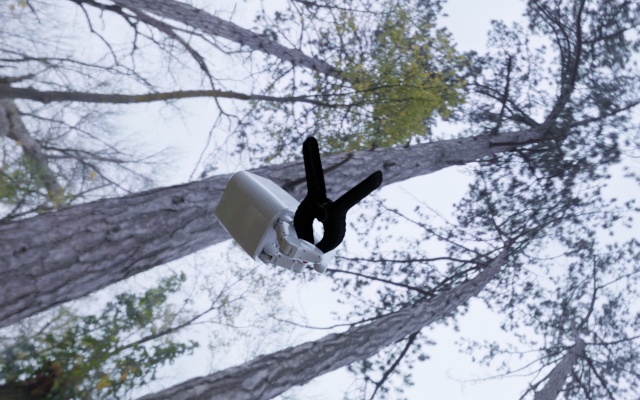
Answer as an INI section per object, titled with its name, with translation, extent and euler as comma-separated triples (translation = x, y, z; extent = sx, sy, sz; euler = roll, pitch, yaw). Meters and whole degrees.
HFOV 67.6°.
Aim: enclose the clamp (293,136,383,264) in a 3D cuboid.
[clamp]
translation = 0.000, 0.002, 0.643
extent = 0.120, 0.171, 0.039
euler = 41, 27, 26
